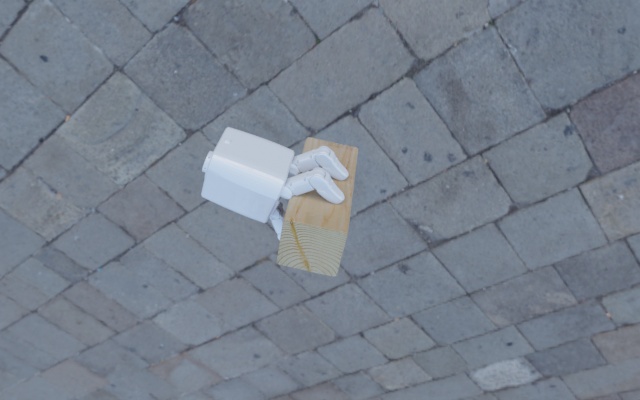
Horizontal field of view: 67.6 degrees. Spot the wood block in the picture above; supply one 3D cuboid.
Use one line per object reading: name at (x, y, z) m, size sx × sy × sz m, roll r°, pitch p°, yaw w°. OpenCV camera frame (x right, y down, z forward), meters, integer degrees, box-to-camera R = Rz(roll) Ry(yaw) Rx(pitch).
wood block at (0.000, 0.003, 0.730) m, size 0.090 × 0.091 × 0.206 m, roll 12°, pitch 41°, yaw 0°
